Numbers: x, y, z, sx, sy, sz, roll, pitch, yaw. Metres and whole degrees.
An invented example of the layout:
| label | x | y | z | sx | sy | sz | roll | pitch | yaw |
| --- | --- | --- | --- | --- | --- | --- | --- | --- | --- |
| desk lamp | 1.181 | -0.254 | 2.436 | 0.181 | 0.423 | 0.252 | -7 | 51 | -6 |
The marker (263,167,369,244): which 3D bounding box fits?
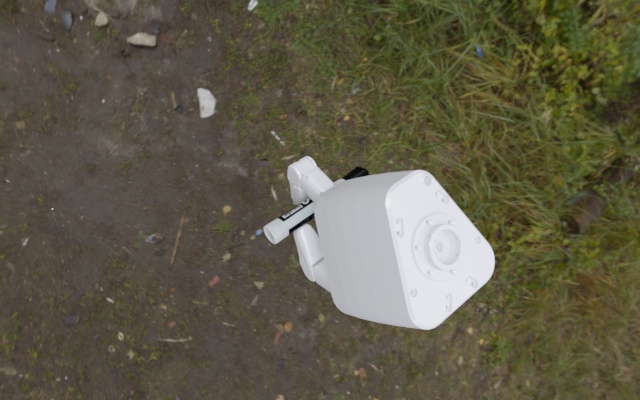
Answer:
| label | x | y | z | sx | sy | sz | roll | pitch | yaw |
| --- | --- | --- | --- | --- | --- | --- | --- | --- | --- |
| marker | 0.000 | 0.001 | 0.452 | 0.121 | 0.020 | 0.020 | -33 | 15 | -25 |
